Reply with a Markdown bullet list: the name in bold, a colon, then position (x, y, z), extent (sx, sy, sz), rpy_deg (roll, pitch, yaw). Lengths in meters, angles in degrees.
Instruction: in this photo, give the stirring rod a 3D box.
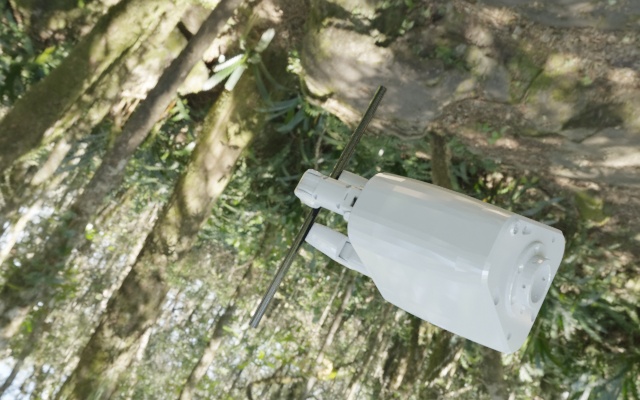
- **stirring rod**: position (0.000, 0.001, 0.418), extent (0.011, 0.239, 0.011), rpy_deg (28, -9, 5)
